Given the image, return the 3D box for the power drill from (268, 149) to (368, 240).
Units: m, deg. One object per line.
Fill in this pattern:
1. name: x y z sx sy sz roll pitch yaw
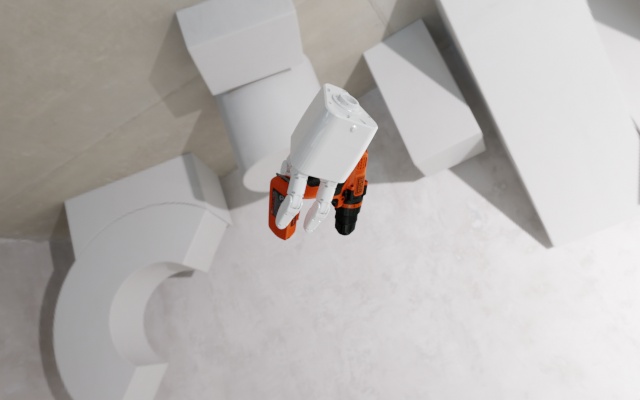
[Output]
1. power drill: 0.000 0.003 0.822 0.187 0.184 0.057 -21 38 -37
